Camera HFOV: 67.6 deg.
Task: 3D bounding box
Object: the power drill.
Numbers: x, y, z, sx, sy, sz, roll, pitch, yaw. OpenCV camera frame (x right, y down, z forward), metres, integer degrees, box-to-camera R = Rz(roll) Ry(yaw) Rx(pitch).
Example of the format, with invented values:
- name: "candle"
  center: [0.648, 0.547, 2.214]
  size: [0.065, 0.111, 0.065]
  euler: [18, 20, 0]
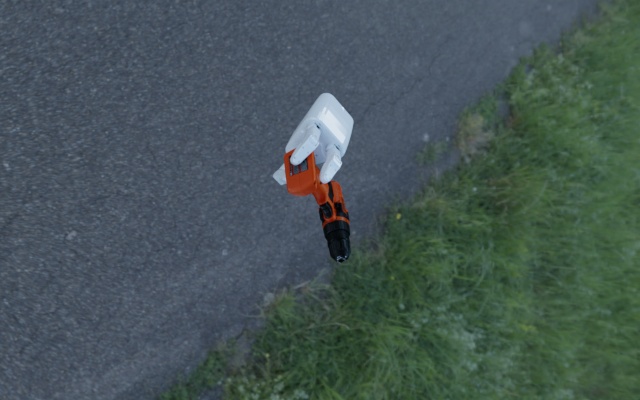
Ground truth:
- name: "power drill"
  center: [0.000, 0.002, 0.877]
  size: [0.057, 0.184, 0.188]
  euler: [-21, -40, 12]
